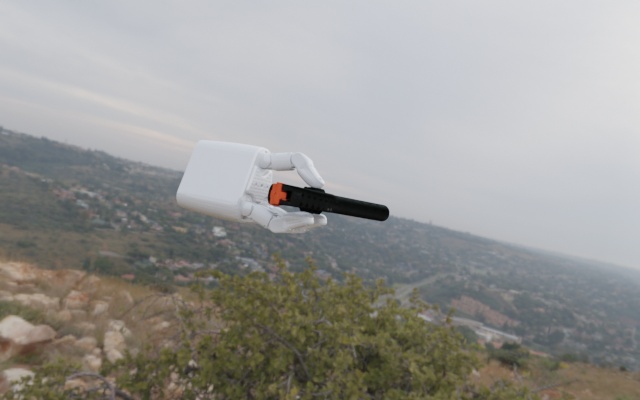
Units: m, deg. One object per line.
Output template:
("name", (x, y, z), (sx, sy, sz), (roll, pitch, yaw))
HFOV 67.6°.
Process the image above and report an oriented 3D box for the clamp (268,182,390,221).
("clamp", (0.000, 0.001, 0.659), (0.164, 0.036, 0.210), (8, -1, 19))
